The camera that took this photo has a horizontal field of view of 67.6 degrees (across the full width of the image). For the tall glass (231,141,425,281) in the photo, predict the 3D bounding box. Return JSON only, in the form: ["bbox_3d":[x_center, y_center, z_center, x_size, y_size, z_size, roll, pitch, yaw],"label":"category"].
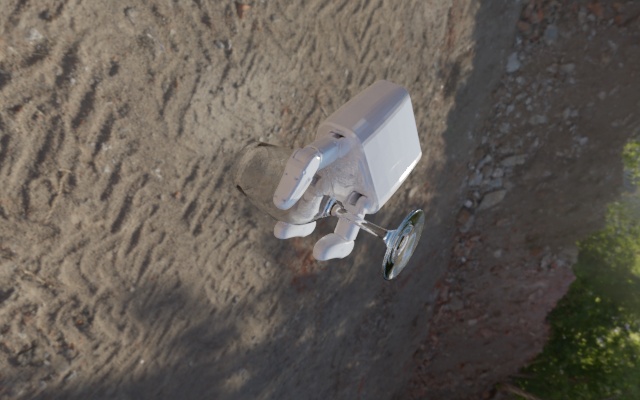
[{"bbox_3d":[0.001,0.002,0.490,0.201,0.079,0.079,27,13,27],"label":"tall glass"}]
